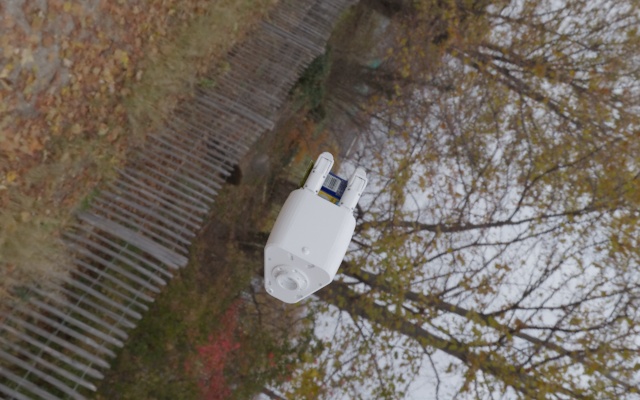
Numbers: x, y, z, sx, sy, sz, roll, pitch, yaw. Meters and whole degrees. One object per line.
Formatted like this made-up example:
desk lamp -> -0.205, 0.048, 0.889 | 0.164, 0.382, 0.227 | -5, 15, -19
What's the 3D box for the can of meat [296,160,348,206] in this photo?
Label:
can of meat -> 0.000, 0.003, 0.716 | 0.084, 0.102, 0.057 | 28, 42, -3
